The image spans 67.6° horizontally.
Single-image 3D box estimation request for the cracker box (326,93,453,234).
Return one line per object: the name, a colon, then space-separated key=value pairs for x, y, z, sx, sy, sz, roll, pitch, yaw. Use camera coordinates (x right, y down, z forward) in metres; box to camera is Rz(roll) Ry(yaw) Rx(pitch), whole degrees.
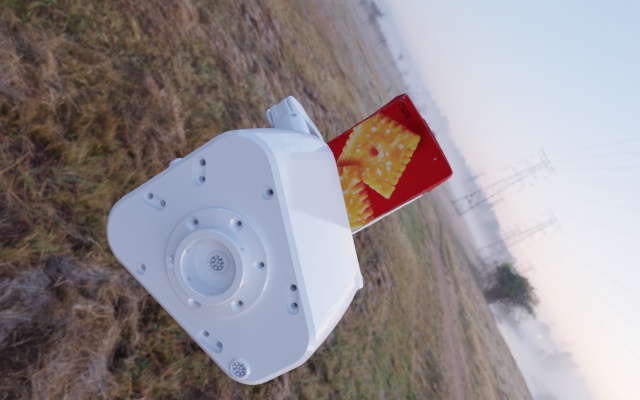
cracker box: x=0.000 y=0.001 z=0.407 sx=0.214 sy=0.072 sz=0.164 roll=-30 pitch=-3 yaw=14
